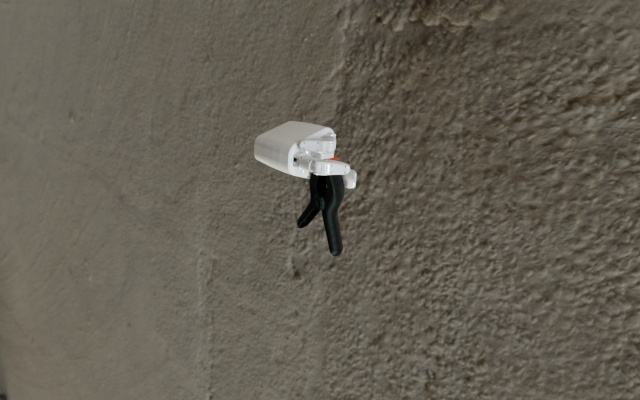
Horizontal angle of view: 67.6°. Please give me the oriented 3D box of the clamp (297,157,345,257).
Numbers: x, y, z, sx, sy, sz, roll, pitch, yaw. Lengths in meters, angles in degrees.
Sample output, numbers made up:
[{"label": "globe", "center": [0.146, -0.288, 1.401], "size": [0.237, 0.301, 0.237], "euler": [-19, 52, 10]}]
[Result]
[{"label": "clamp", "center": [0.000, 0.003, 0.845], "size": [0.039, 0.171, 0.120], "euler": [-14, 25, -43]}]
